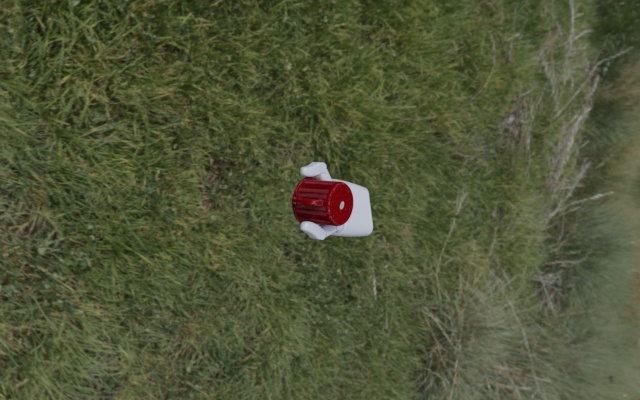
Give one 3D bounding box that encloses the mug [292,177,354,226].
[{"bbox_3d":[-0.001,0.003,0.875,0.081,0.093,0.117,5,-2,39],"label":"mug"}]
